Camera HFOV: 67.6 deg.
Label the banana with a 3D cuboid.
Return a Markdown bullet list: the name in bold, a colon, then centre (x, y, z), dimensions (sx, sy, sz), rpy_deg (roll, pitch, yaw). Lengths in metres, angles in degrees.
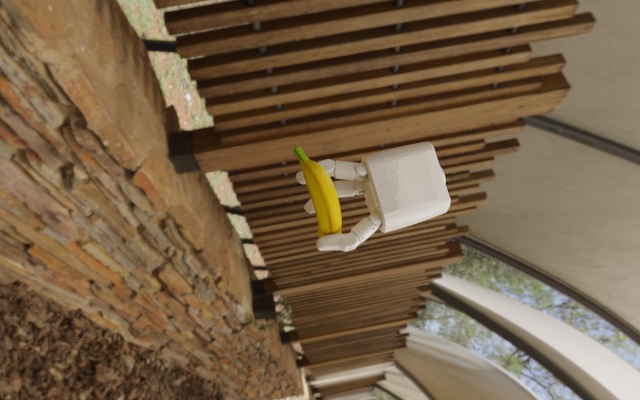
- **banana**: centre (0.006, 0.011, 0.698), dimensions (0.037, 0.198, 0.069), rpy_deg (-21, 44, -8)
